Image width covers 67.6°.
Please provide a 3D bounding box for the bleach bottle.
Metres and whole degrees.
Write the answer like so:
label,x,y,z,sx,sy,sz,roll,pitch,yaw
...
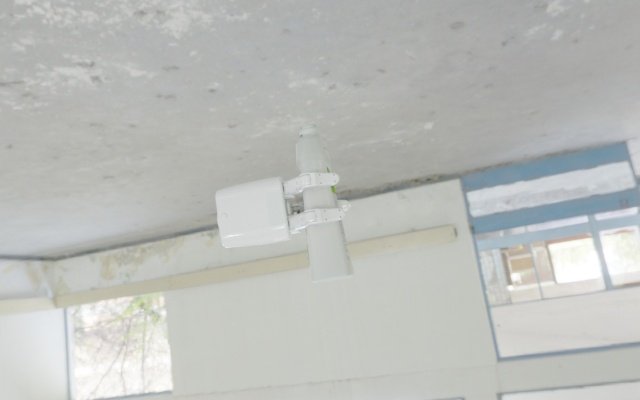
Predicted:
label,x,y,z,sx,sy,sz,roll,pitch,yaw
bleach bottle,0.000,0.003,0.767,0.068,0.250,0.102,-10,-10,3
